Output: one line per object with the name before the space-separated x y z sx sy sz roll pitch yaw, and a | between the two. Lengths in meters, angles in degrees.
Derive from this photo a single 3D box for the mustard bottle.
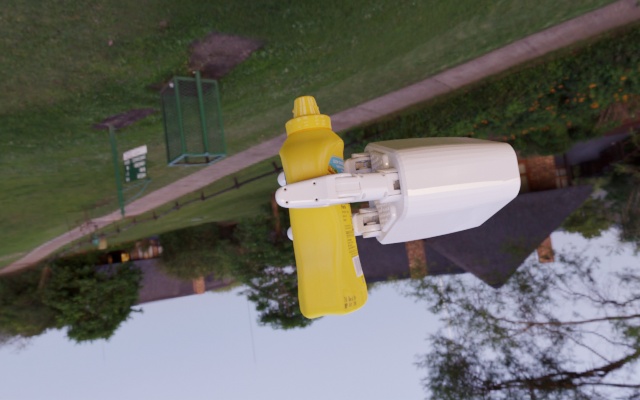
mustard bottle | 0.000 0.002 0.428 0.058 0.191 0.096 -9 -4 14
